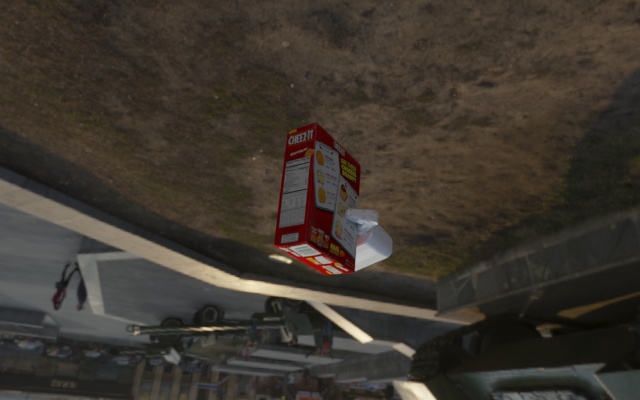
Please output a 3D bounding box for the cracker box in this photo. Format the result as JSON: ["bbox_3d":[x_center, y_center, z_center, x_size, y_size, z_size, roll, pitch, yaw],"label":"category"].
[{"bbox_3d":[0.000,0.003,0.819,0.072,0.213,0.164,-11,-28,29],"label":"cracker box"}]
